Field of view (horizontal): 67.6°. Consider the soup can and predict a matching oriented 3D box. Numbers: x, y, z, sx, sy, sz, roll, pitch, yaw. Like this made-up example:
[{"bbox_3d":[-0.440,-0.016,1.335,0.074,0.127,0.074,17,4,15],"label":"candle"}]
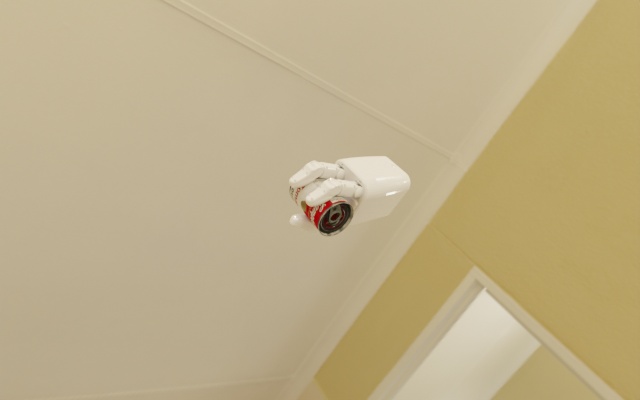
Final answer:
[{"bbox_3d":[0.000,0.003,0.803,0.068,0.068,0.102,0,35,-39],"label":"soup can"}]
